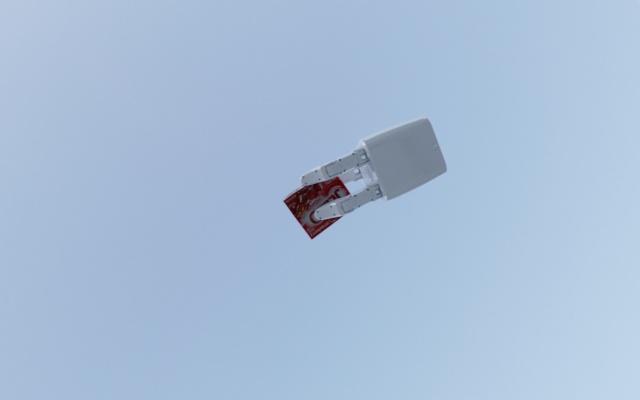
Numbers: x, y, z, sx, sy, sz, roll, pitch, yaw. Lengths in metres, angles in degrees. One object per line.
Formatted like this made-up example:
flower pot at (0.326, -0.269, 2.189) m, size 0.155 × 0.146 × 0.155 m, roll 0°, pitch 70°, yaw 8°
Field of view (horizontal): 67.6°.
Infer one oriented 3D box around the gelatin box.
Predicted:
gelatin box at (0.000, 0.002, 0.712) m, size 0.089 × 0.073 × 0.030 m, roll -36°, pitch 10°, yaw 0°
